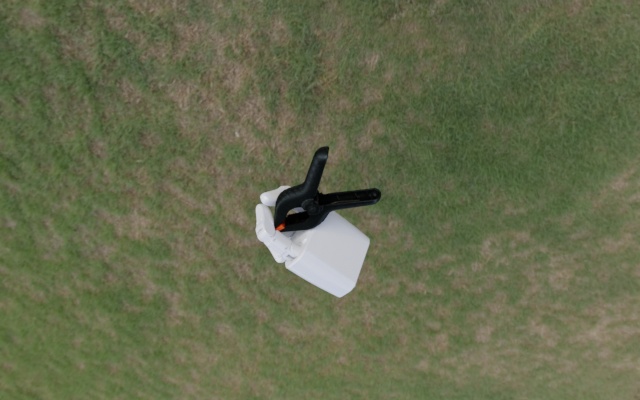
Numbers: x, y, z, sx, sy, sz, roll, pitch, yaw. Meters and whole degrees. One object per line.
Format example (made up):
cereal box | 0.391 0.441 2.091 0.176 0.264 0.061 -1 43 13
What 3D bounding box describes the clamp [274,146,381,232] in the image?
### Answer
clamp | 0.000 0.003 0.694 0.120 0.039 0.171 34 -49 -18
